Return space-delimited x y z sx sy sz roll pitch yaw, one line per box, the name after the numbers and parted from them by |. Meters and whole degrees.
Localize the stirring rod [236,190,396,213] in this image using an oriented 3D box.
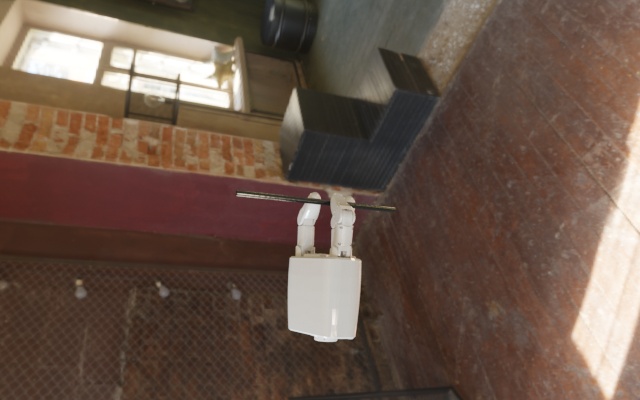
0.000 0.002 0.677 0.239 0.011 0.011 6 -2 -21 | stirring rod
